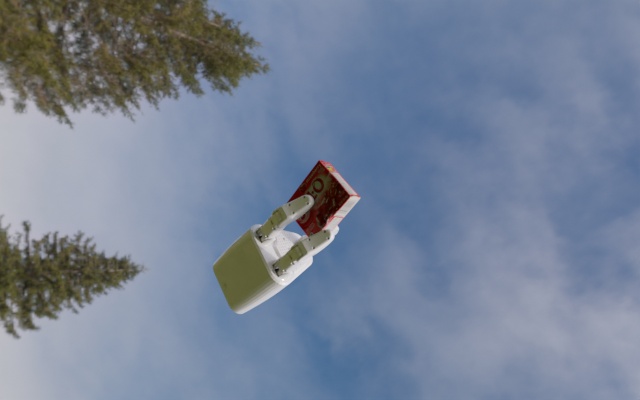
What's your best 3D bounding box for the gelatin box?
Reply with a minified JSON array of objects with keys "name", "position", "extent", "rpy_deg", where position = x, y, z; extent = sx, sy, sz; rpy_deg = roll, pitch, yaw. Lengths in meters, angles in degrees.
[{"name":"gelatin box","position":[0.001,0.002,0.655],"extent":[0.030,0.089,0.073],"rpy_deg":[7,38,-55]}]
